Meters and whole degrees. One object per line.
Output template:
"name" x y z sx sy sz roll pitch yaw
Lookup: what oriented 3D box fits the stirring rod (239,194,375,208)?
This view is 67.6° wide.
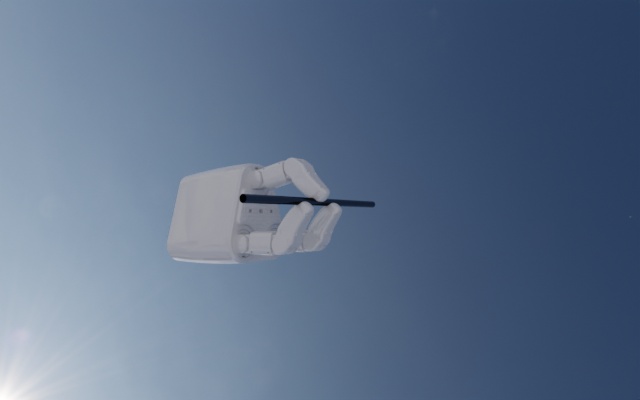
"stirring rod" 0.000 0.002 0.503 0.011 0.011 0.239 0 -2 33
